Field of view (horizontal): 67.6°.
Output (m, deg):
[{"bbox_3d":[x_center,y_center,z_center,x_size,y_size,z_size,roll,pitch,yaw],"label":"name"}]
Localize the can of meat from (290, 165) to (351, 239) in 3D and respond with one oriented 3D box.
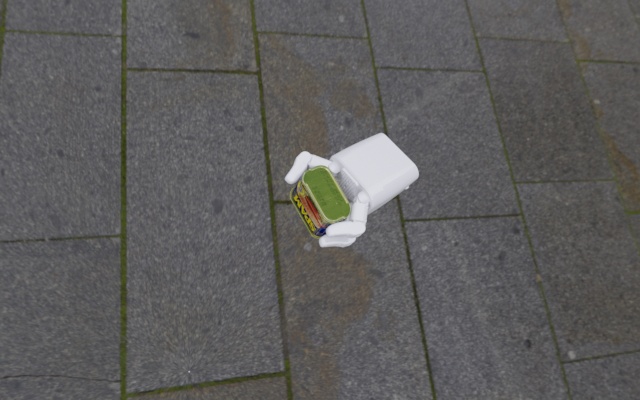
[{"bbox_3d":[0.000,0.002,0.777,0.057,0.102,0.084,-26,-11,-22],"label":"can of meat"}]
